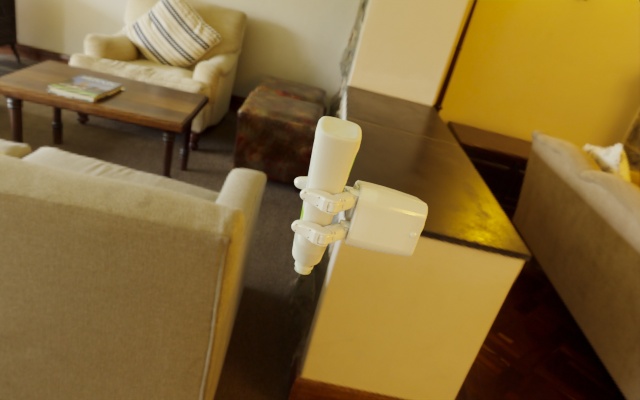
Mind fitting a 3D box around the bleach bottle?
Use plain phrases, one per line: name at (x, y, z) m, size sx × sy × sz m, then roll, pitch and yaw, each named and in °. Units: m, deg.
bleach bottle at (0.000, 0.002, 0.754) m, size 0.068 × 0.251 × 0.102 m, roll 14°, pitch 25°, yaw -2°
